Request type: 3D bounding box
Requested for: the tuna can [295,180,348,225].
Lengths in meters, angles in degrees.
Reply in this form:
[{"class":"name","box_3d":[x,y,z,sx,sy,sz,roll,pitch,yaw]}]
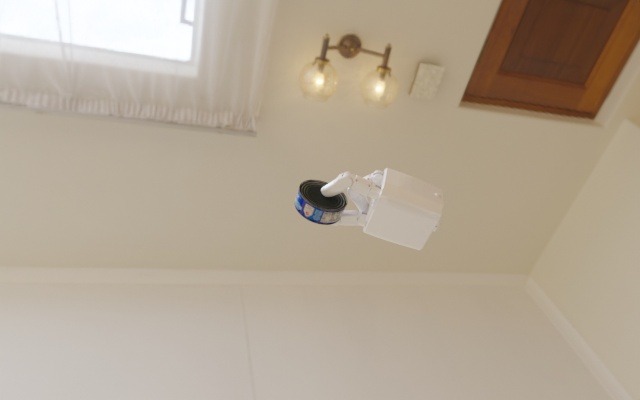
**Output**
[{"class":"tuna can","box_3d":[0.000,0.003,0.807,0.086,0.034,0.086,15,32,-10]}]
